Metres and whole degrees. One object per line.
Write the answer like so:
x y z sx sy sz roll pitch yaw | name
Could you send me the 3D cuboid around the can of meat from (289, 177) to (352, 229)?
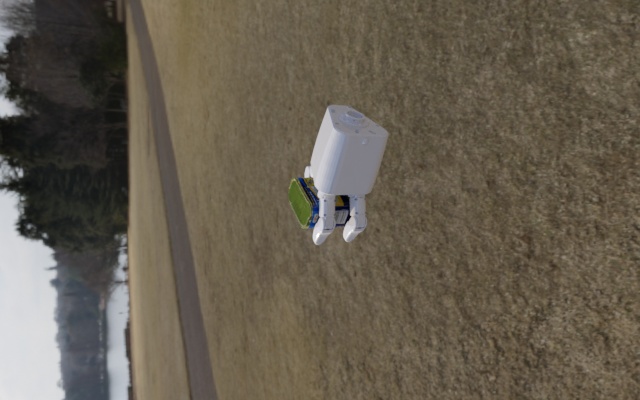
0.000 0.003 0.812 0.084 0.057 0.102 -1 39 -26 | can of meat
